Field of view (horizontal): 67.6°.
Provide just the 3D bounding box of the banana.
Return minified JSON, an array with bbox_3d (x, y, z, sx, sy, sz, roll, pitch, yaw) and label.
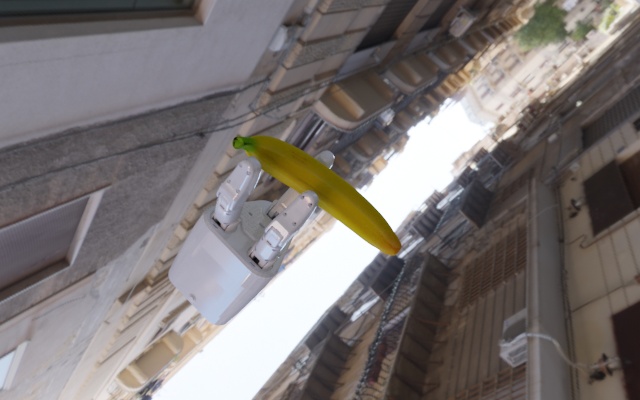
[{"bbox_3d":[-0.002,-0.010,0.479,0.198,0.037,0.069,32,27,-16],"label":"banana"}]
